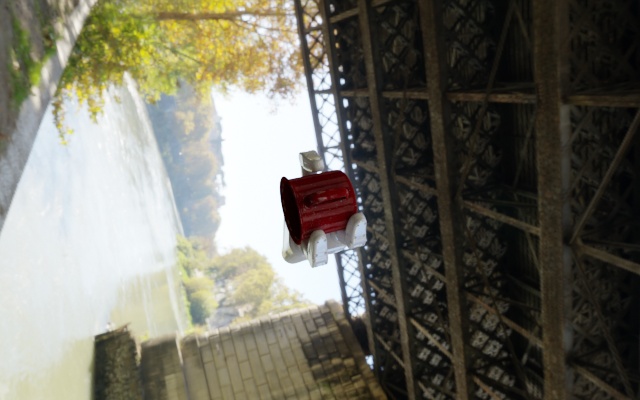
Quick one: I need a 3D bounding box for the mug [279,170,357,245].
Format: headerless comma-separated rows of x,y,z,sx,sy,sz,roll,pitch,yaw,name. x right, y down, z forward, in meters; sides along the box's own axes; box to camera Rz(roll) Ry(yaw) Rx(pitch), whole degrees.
0.001,0.002,0.625,0.081,0.093,0.117,-13,-11,-17,mug
